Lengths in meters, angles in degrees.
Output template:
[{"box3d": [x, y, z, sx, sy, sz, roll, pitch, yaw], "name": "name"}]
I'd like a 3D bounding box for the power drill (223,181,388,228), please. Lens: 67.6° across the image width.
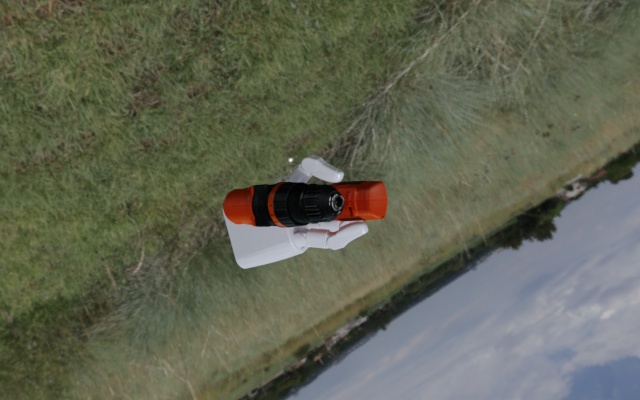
[{"box3d": [0.000, 0.002, 0.598, 0.184, 0.057, 0.187, 0, 0, 44], "name": "power drill"}]
